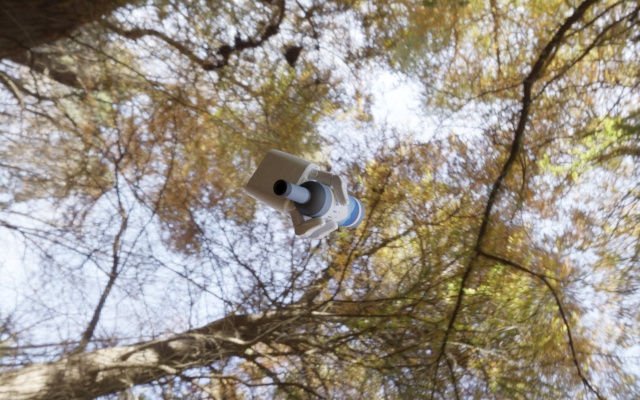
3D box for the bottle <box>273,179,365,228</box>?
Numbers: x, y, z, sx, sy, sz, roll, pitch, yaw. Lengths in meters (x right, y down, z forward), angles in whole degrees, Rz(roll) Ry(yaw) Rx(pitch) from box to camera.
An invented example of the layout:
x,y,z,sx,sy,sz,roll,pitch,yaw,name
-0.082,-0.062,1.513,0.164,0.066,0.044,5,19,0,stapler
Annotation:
x,y,z,sx,sy,sz,roll,pitch,yaw,name
0.000,0.003,0.900,0.069,0.069,0.296,0,-9,27,bottle
